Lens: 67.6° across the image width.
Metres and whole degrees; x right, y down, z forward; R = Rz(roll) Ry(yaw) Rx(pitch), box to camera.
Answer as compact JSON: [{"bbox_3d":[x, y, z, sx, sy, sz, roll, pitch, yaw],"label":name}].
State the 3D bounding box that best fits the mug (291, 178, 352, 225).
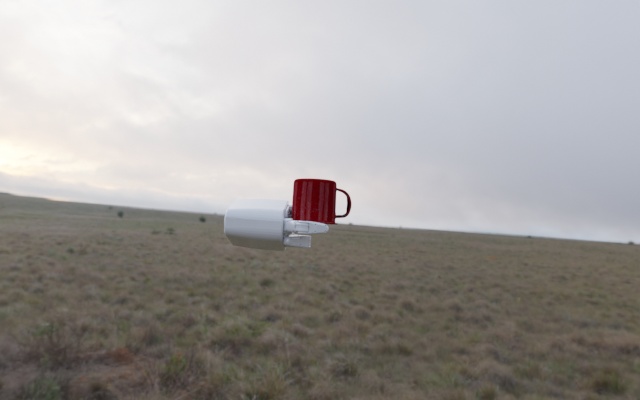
[{"bbox_3d":[0.002,0.003,0.895,0.117,0.081,0.093,3,-2,-1],"label":"mug"}]
